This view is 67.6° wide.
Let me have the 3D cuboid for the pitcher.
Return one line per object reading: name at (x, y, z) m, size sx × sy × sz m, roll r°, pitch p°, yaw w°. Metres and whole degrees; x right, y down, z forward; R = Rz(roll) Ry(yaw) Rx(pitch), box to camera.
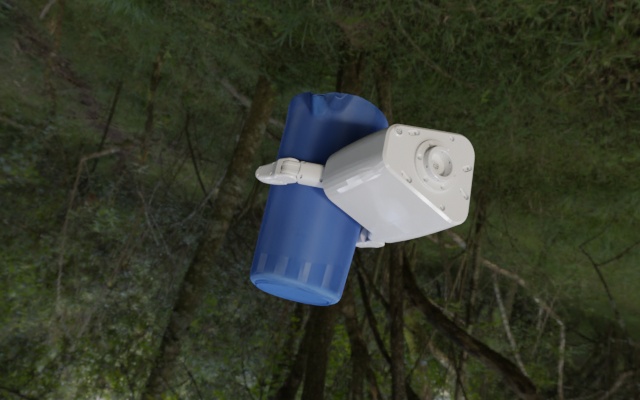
pitcher at (0.000, 0.002, 0.594) m, size 0.149 × 0.242 × 0.145 m, roll 24°, pitch -22°, yaw -24°
